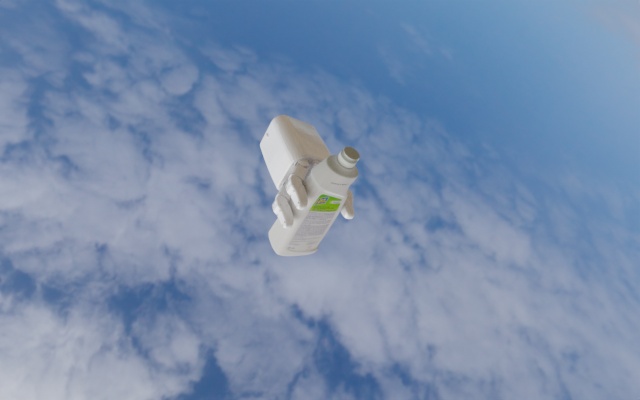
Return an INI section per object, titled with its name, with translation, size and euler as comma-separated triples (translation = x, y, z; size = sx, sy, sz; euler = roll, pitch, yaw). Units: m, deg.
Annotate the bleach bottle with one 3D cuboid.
[bleach bottle]
translation = 0.000, 0.003, 0.830
size = 0.102, 0.068, 0.251
euler = -2, -37, -36
